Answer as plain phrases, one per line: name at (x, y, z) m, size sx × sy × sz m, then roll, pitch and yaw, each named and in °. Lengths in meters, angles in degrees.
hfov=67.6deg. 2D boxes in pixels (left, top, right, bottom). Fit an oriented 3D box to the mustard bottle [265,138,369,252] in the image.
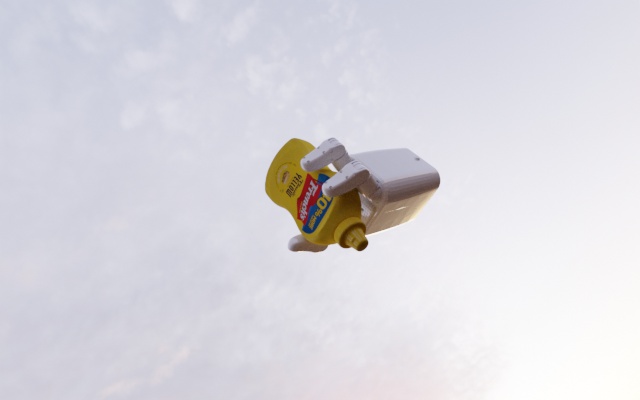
mustard bottle at (0.000, 0.002, 0.624) m, size 0.058 × 0.096 × 0.191 m, roll 13°, pitch 24°, yaw -45°
